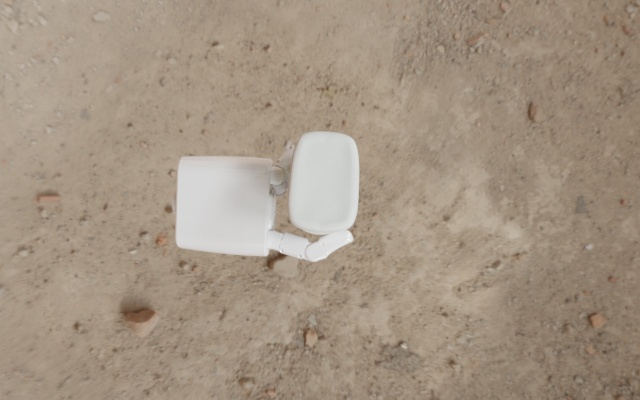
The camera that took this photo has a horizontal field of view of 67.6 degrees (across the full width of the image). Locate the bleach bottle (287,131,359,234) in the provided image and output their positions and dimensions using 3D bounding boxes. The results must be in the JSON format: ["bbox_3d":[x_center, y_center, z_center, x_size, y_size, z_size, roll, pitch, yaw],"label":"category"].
[{"bbox_3d":[0.000,0.002,0.572,0.068,0.102,0.251,4,-11,-1],"label":"bleach bottle"}]
